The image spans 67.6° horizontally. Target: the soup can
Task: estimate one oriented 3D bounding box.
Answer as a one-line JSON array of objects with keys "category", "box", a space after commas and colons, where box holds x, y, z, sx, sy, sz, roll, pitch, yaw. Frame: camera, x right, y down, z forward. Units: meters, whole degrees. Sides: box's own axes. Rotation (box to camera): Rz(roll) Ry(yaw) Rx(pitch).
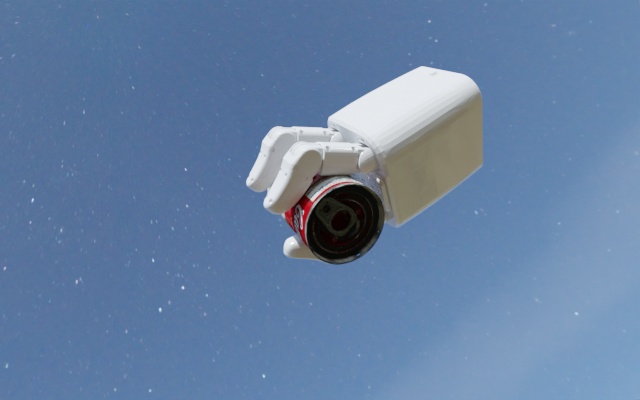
[{"category": "soup can", "box": [0.000, 0.002, 0.410, 0.068, 0.068, 0.102, 0, 21, -25]}]
